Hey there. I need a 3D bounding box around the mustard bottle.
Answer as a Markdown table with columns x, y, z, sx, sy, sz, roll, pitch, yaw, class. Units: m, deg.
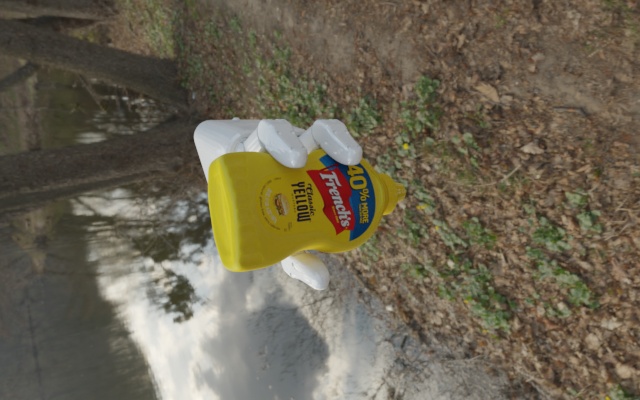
| x | y | z | sx | sy | sz | roll | pitch | yaw | class |
| --- | --- | --- | --- | --- | --- | --- | --- | --- | --- |
| 0.000 | 0.001 | 0.431 | 0.191 | 0.096 | 0.058 | -7 | -6 | -33 | mustard bottle |
